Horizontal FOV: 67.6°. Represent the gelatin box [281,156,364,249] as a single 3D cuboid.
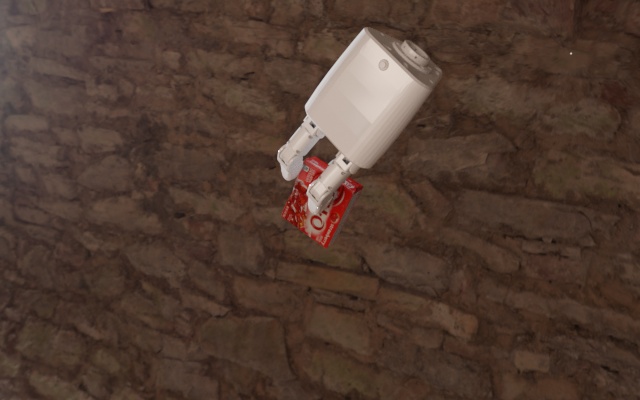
[{"bbox_3d":[0.000,0.002,0.581,0.073,0.089,0.030,34,32,15],"label":"gelatin box"}]
